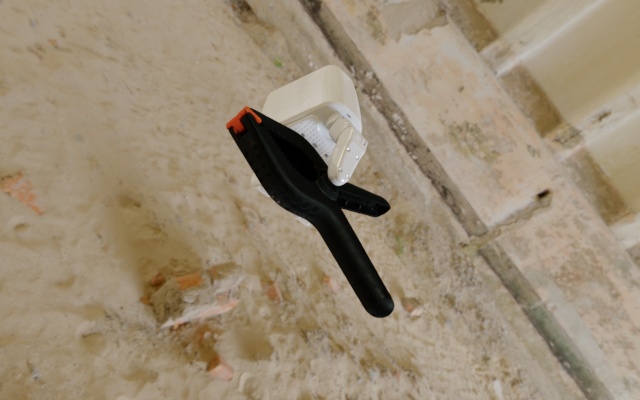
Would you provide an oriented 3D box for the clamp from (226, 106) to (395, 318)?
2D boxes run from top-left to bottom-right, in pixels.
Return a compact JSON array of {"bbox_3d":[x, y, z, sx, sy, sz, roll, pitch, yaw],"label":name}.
[{"bbox_3d":[0.000,0.001,0.433,0.036,0.164,0.210,-36,-60,26],"label":"clamp"}]
